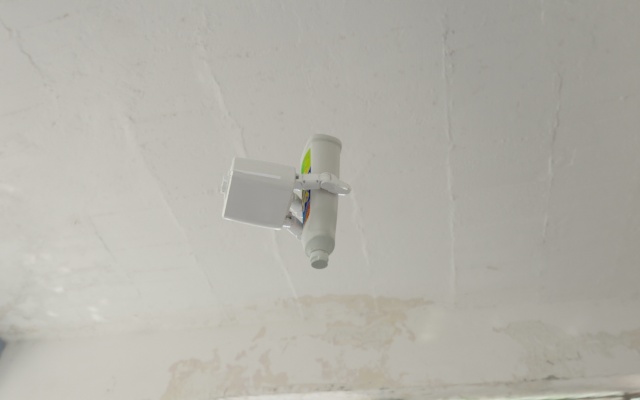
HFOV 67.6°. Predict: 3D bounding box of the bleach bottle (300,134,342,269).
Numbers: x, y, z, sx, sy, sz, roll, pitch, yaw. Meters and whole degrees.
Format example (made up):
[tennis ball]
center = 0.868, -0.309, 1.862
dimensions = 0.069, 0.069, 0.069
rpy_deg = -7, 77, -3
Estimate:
[bleach bottle]
center = 0.000, 0.003, 0.849
dimensions = 0.068, 0.250, 0.103
rpy_deg = 11, -41, -14
